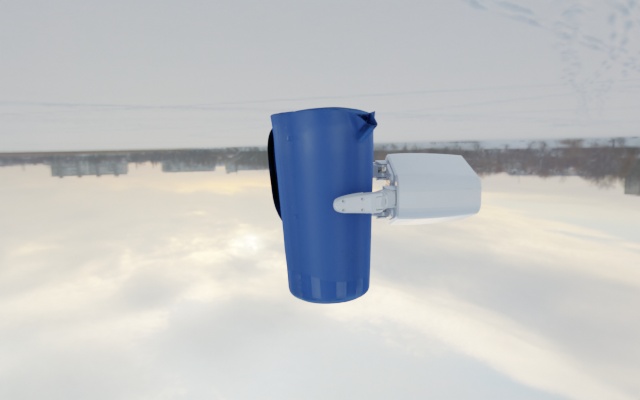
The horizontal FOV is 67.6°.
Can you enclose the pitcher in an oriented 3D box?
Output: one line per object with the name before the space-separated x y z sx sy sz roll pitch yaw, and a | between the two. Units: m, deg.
pitcher | 0.000 0.002 0.627 0.145 0.243 0.149 -2 7 -1
